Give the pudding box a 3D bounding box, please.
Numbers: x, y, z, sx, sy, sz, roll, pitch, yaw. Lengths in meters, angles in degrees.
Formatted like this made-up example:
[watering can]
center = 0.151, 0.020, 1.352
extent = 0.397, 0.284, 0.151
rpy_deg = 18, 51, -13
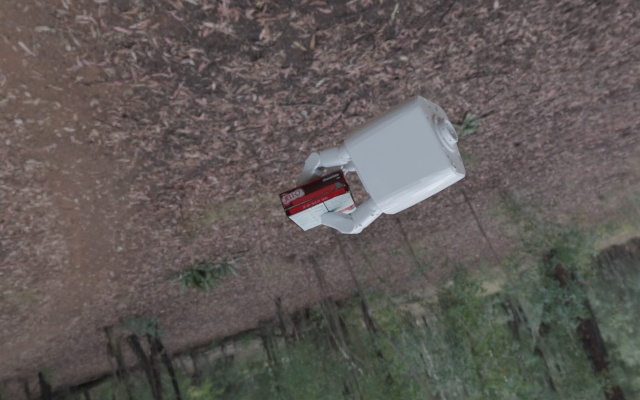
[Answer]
[pudding box]
center = 0.000, 0.002, 0.661
extent = 0.090, 0.039, 0.113
rpy_deg = -21, -17, 4
